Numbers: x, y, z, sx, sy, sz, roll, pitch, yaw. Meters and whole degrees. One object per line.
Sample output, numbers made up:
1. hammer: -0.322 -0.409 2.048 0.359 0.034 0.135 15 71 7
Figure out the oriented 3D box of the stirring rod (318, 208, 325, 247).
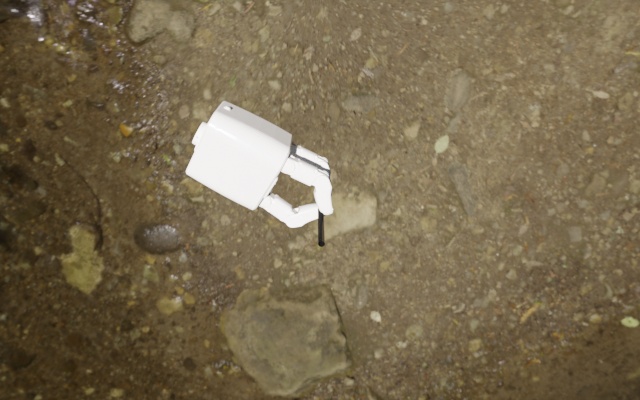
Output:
1. stirring rod: 0.000 0.002 0.676 0.011 0.011 0.239 0 24 -1
